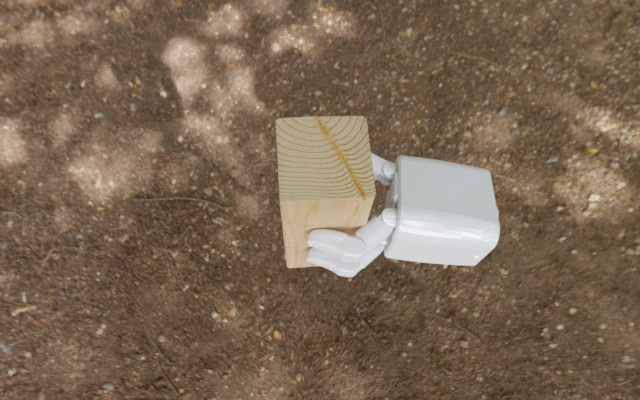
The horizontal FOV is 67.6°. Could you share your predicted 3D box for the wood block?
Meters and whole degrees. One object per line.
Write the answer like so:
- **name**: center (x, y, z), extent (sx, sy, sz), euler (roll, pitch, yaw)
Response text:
- **wood block**: center (0.000, 0.001, 0.536), extent (0.090, 0.090, 0.206), euler (-3, -25, -3)
